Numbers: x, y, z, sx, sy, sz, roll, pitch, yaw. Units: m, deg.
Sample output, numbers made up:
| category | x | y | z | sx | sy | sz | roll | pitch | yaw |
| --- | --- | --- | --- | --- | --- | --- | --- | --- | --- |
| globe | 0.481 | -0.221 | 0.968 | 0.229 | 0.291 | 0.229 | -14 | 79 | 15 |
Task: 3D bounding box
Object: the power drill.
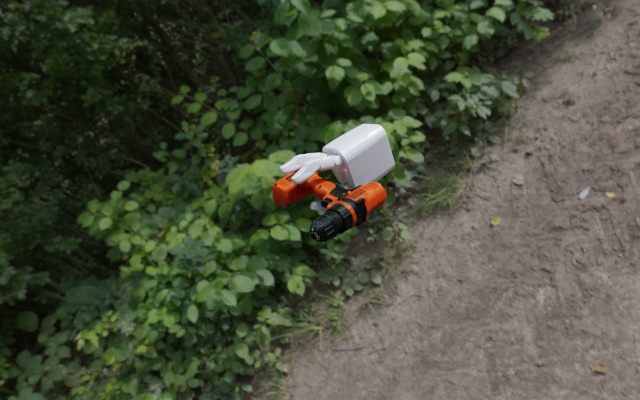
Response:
| category | x | y | z | sx | sy | sz | roll | pitch | yaw |
| --- | --- | --- | --- | --- | --- | --- | --- | --- | --- |
| power drill | 0.000 | 0.003 | 0.882 | 0.187 | 0.057 | 0.184 | 22 | 38 | 38 |
